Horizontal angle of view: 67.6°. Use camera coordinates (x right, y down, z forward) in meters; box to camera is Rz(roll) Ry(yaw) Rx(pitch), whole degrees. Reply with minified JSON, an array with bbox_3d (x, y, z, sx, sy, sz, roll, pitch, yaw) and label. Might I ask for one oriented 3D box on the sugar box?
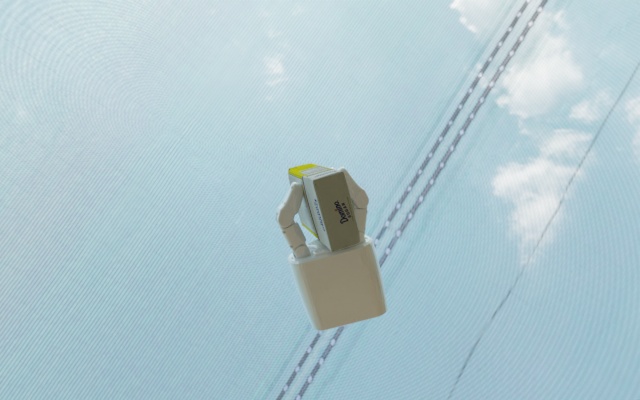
[{"bbox_3d":[0.001,0.002,0.644,0.048,0.093,0.176,-18,12,-13],"label":"sugar box"}]
